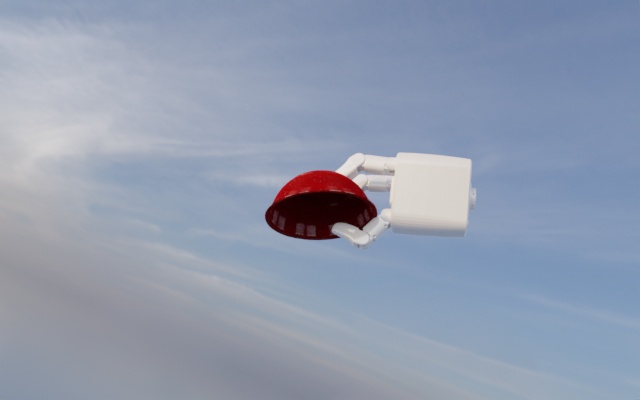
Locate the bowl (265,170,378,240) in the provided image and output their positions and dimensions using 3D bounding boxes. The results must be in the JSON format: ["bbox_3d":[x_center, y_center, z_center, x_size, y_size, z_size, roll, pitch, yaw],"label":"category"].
[{"bbox_3d":[-0.001,0.002,0.697,0.162,0.055,0.162,-2,-28,-1],"label":"bowl"}]
